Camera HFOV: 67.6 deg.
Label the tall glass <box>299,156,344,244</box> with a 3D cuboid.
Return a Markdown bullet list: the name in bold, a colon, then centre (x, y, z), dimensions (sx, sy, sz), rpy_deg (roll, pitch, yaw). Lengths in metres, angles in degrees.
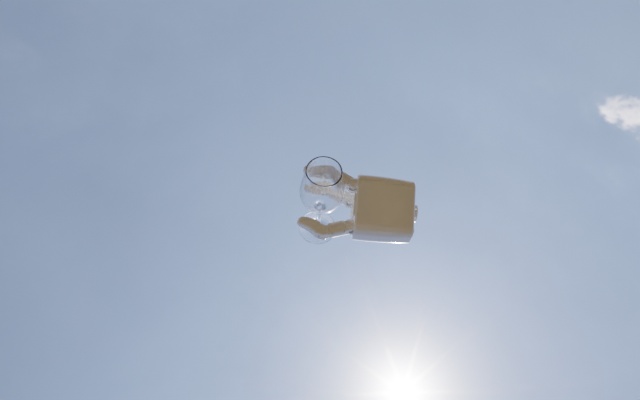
- **tall glass**: centre (0.000, 0.003, 0.869), dimensions (0.079, 0.079, 0.201), rpy_deg (0, -31, -4)
